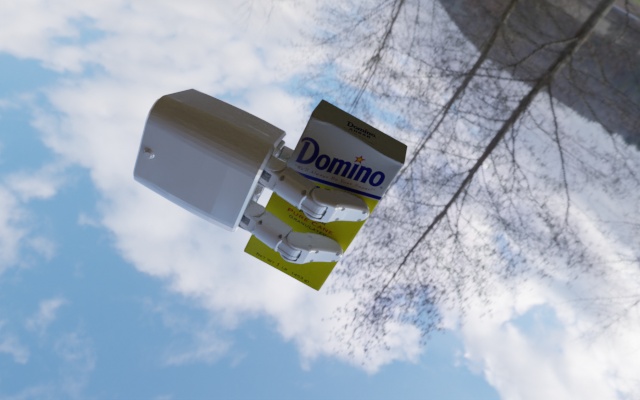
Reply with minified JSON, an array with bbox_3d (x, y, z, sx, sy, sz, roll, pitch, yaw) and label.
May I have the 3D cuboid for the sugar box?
[{"bbox_3d":[0.000,0.002,0.465,0.093,0.176,0.048,28,35,-2],"label":"sugar box"}]
